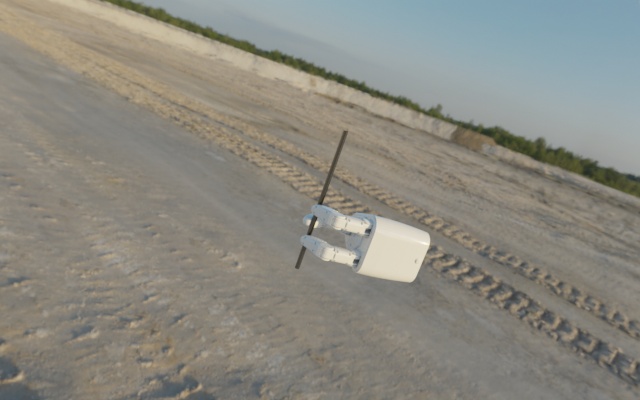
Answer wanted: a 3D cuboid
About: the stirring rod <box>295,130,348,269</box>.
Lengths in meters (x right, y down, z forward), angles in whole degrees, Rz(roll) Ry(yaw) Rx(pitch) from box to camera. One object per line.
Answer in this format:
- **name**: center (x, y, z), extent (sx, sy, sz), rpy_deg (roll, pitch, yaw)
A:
- **stirring rod**: center (0.000, 0.003, 0.768), extent (0.011, 0.239, 0.011), rpy_deg (18, 14, -5)
